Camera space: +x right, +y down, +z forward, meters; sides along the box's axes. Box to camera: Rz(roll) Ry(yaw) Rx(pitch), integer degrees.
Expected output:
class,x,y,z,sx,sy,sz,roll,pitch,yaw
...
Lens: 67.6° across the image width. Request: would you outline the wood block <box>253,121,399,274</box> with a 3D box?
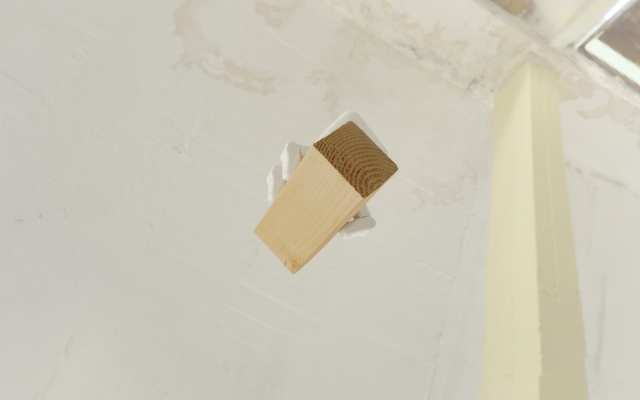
class,x,y,z,sx,sy,sz,roll,pitch,yaw
wood block,0.000,0.002,0.652,0.090,0.091,0.206,-38,-9,-43
